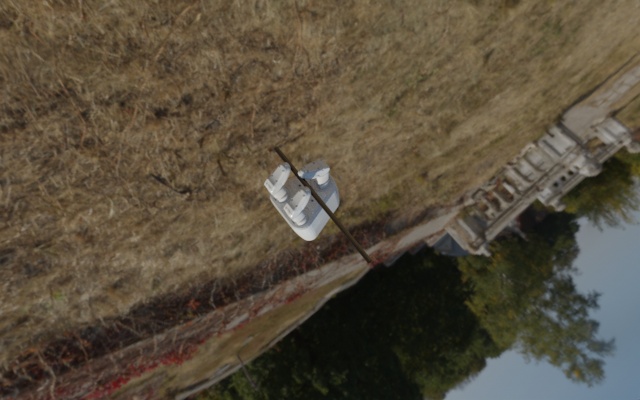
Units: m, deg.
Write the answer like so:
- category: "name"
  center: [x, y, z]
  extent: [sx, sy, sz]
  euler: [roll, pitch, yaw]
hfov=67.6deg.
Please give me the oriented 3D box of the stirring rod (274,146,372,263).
- category: "stirring rod"
  center: [0.000, 0.002, 0.740]
  extent: [0.011, 0.239, 0.011]
  euler: [-35, -19, -14]
